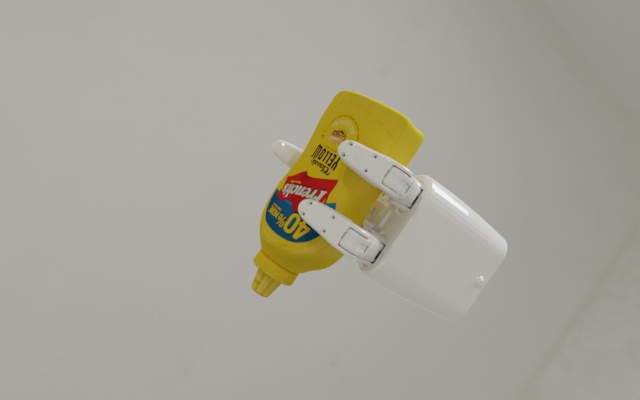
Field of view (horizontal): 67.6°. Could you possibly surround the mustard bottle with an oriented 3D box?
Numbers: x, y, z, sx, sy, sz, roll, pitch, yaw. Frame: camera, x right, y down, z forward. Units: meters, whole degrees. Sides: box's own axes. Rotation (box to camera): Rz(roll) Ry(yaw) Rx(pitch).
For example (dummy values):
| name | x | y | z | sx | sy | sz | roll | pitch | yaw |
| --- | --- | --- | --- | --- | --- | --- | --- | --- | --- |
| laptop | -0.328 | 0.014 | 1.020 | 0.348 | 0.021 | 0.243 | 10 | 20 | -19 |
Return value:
| name | x | y | z | sx | sy | sz | roll | pitch | yaw |
| --- | --- | --- | --- | --- | --- | --- | --- | --- | --- |
| mustard bottle | 0.000 | 0.001 | 0.416 | 0.058 | 0.191 | 0.096 | 31 | 3 | -46 |
